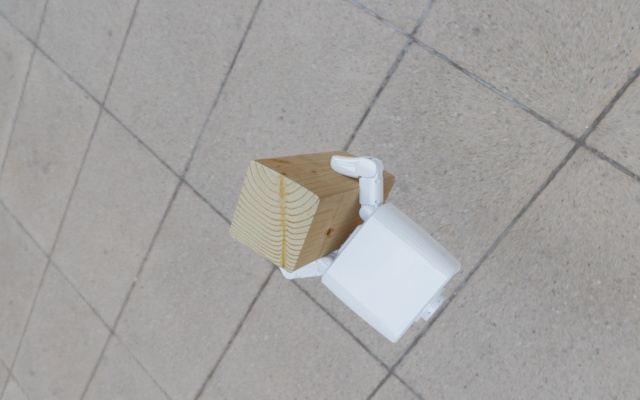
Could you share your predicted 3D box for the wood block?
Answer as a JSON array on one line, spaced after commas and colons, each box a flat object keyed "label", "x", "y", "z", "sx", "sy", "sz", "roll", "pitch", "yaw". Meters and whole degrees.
[{"label": "wood block", "x": 0.000, "y": 0.002, "z": 0.569, "sx": 0.090, "sy": 0.091, "sz": 0.206, "roll": 29, "pitch": 21, "yaw": 22}]
